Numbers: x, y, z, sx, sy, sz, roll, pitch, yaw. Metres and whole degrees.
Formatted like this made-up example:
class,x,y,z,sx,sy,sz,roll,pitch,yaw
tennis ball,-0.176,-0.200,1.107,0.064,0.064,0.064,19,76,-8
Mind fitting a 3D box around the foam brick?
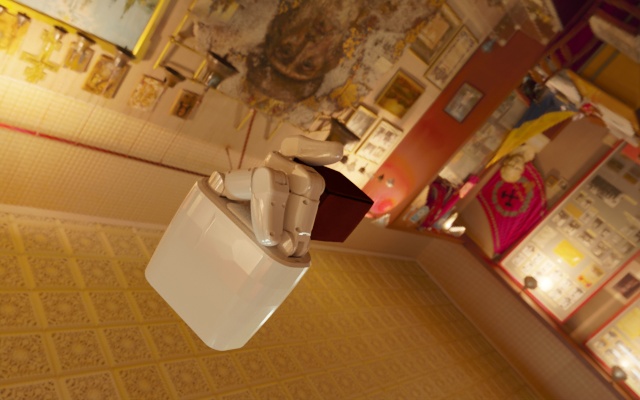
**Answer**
class,x,y,z,sx,sy,sz,roll,pitch,yaw
foam brick,0.000,0.001,0.437,0.053,0.051,0.078,45,19,32
